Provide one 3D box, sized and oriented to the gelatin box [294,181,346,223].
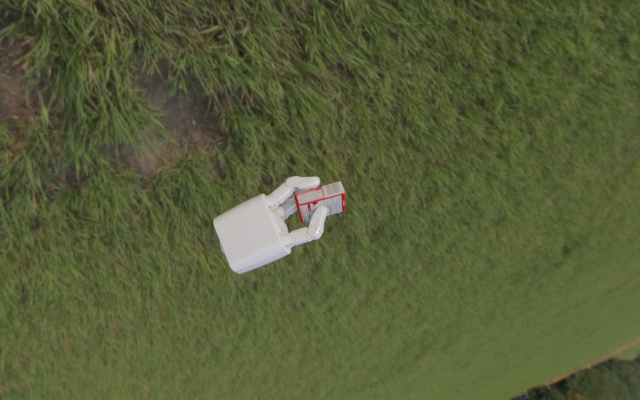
[{"bbox_3d":[0.001,0.003,0.868,0.089,0.030,0.073,-15,-27,-3],"label":"gelatin box"}]
